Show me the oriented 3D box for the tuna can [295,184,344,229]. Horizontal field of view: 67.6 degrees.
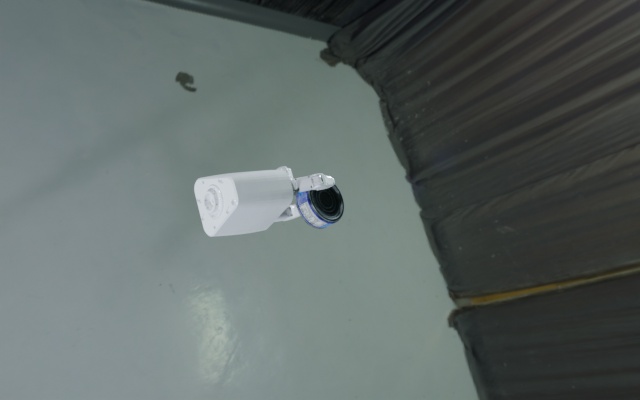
[{"bbox_3d":[0.001,0.002,0.809,0.086,0.086,0.034,0,-20,-47],"label":"tuna can"}]
